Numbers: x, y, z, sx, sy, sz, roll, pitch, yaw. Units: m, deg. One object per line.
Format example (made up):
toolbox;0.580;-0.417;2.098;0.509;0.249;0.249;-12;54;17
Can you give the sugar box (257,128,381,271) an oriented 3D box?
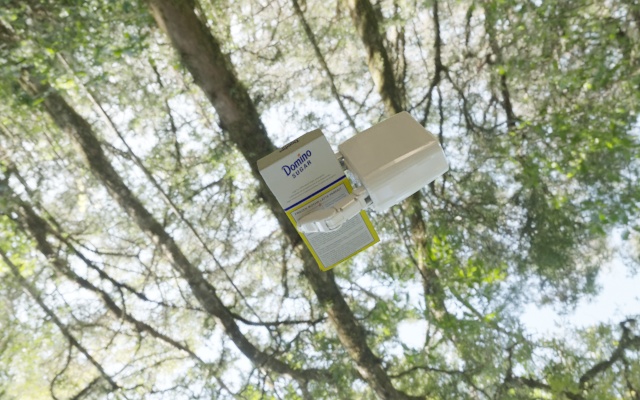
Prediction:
sugar box;0.000;0.002;0.628;0.093;0.176;0.048;-29;25;1
